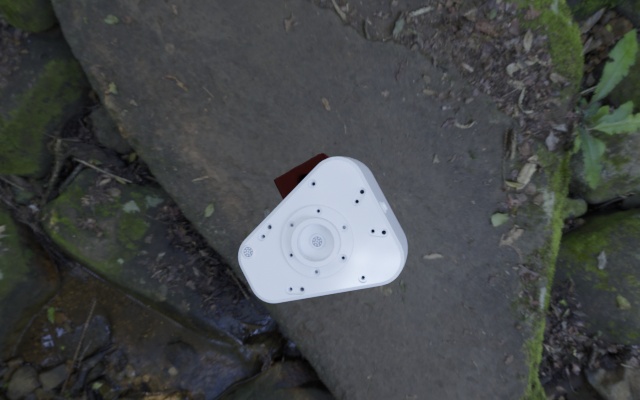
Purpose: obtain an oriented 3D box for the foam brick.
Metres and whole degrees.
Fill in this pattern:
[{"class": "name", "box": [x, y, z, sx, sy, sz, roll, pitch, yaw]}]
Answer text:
[{"class": "foam brick", "box": [0.000, 0.001, 0.449, 0.053, 0.078, 0.051, -29, -4, 8]}]
